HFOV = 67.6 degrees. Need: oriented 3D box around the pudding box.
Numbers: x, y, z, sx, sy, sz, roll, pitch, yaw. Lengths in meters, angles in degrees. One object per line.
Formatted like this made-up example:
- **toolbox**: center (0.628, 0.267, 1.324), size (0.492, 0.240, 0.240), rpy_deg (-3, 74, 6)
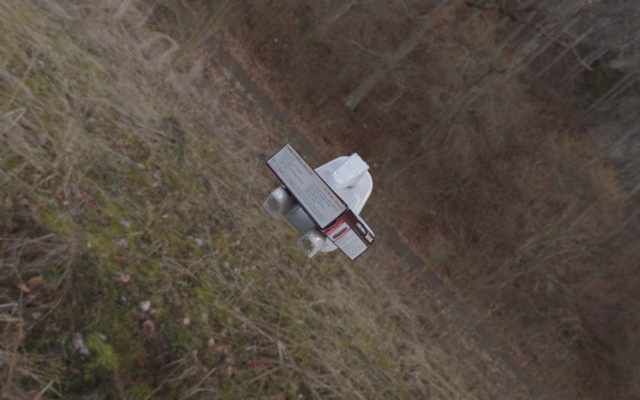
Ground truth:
- **pudding box**: center (0.000, 0.002, 0.499), size (0.113, 0.039, 0.090), rpy_deg (47, 1, 34)
